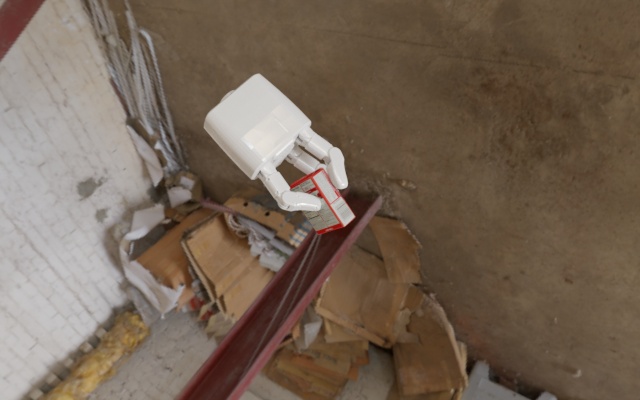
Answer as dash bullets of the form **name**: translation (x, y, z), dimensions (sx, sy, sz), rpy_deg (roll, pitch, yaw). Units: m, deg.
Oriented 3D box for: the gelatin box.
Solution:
- **gelatin box**: translation (0.000, 0.003, 0.701), dimensions (0.030, 0.089, 0.073), rpy_deg (-38, 8, -33)
